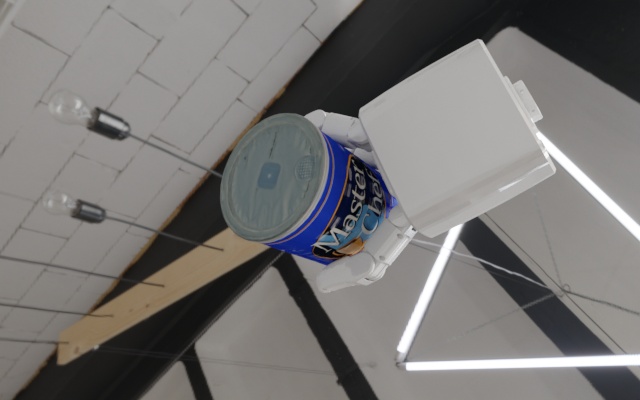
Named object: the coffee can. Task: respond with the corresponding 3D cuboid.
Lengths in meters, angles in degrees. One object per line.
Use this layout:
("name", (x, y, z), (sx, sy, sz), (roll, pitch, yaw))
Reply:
("coffee can", (0.000, 0.001, 0.412), (0.103, 0.102, 0.140), (0, -17, 36))
